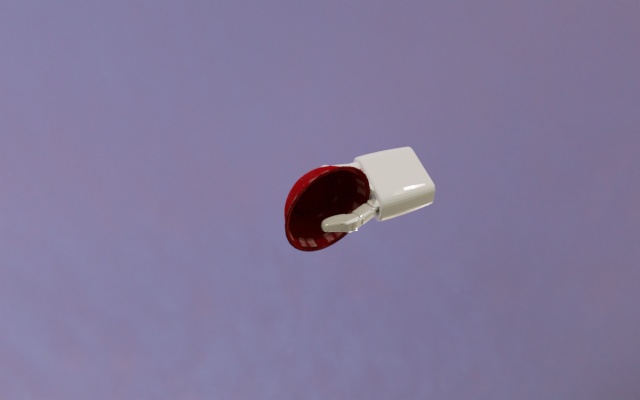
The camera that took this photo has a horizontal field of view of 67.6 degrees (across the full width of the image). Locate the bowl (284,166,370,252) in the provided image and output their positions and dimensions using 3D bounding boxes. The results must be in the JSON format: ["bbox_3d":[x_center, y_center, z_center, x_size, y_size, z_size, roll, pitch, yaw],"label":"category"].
[{"bbox_3d":[-0.001,0.002,0.764,0.162,0.162,0.055,0,33,-42],"label":"bowl"}]
